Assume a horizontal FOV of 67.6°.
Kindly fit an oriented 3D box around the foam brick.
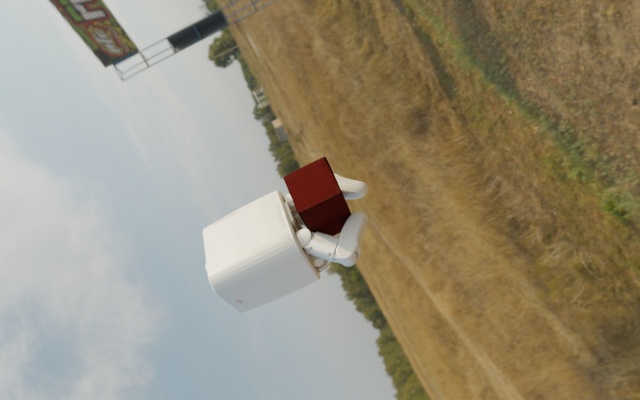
[{"bbox_3d":[0.000,0.001,0.524,0.051,0.053,0.078,-24,-34,1],"label":"foam brick"}]
